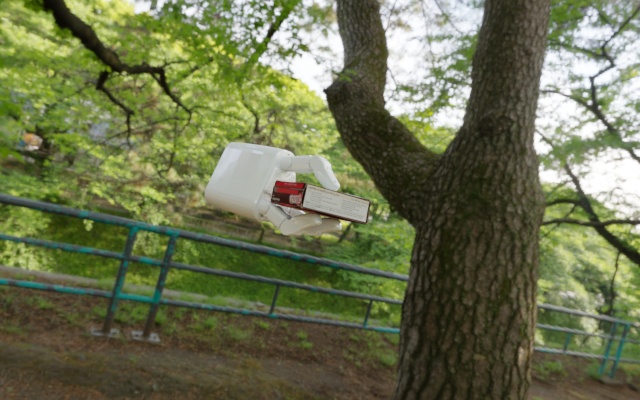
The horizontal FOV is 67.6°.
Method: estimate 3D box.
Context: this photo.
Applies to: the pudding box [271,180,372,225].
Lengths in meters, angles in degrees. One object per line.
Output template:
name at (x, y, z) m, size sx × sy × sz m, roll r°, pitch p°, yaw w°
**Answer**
pudding box at (0.000, 0.002, 0.667) m, size 0.113 × 0.039 × 0.090 m, roll 12°, pitch -1°, yaw -32°
